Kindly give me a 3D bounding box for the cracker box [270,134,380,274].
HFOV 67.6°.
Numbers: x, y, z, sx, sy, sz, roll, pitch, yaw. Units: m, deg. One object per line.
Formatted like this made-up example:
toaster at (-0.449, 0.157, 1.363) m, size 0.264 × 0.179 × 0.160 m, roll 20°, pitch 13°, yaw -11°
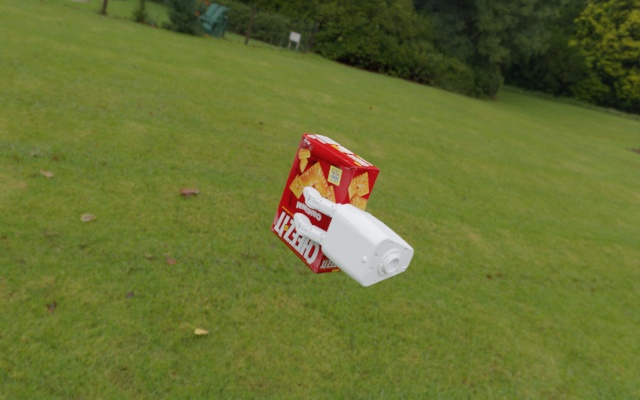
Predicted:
cracker box at (0.000, 0.003, 0.892) m, size 0.072 × 0.214 × 0.164 m, roll 3°, pitch 25°, yaw -42°
